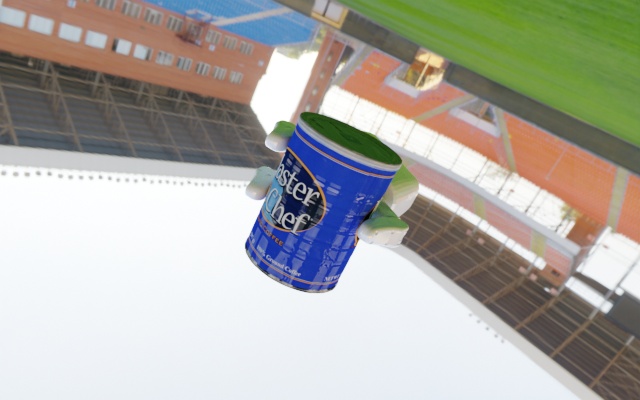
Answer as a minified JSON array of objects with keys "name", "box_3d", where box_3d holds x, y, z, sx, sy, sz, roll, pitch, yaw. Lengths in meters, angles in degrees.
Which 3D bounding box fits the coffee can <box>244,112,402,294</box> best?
[{"name":"coffee can","box_3d":[0.000,0.001,0.455,0.103,0.140,0.102,23,20,-9]}]
